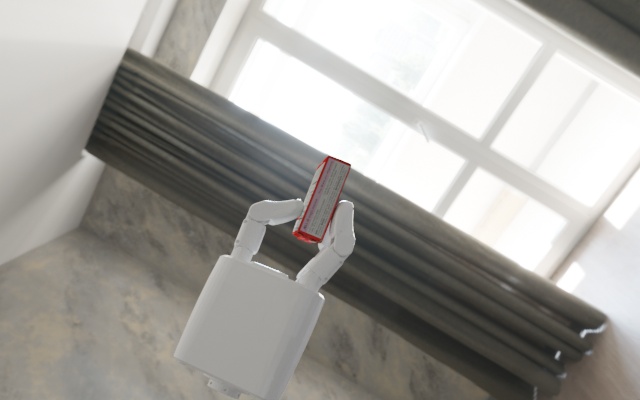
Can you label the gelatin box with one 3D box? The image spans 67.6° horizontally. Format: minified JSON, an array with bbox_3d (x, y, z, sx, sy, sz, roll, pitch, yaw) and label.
[{"bbox_3d":[0.000,0.001,0.515,0.030,0.089,0.073,22,-7,-5],"label":"gelatin box"}]
